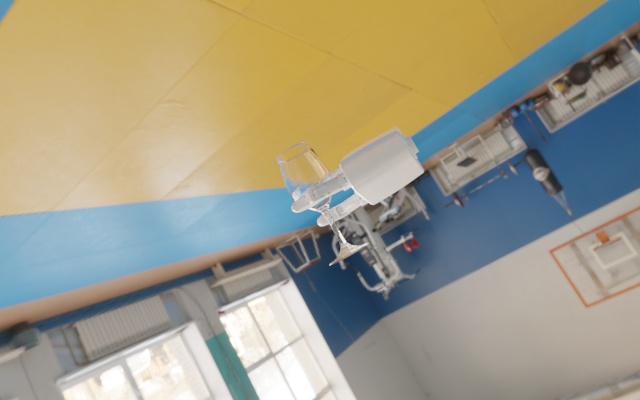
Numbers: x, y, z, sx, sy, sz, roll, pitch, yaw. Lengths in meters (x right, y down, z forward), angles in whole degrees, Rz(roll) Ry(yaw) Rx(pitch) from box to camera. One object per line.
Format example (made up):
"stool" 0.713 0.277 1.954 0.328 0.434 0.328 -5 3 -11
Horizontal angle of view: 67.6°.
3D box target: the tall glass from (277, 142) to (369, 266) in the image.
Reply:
"tall glass" 0.000 0.003 0.799 0.079 0.201 0.079 -28 -10 -5
